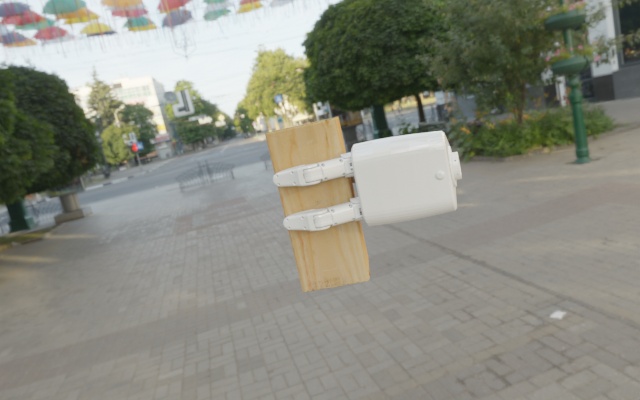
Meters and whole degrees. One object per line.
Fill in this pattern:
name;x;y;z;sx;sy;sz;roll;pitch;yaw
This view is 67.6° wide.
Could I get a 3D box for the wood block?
wood block;0.000;0.002;0.626;0.090;0.206;0.091;-11;10;7
